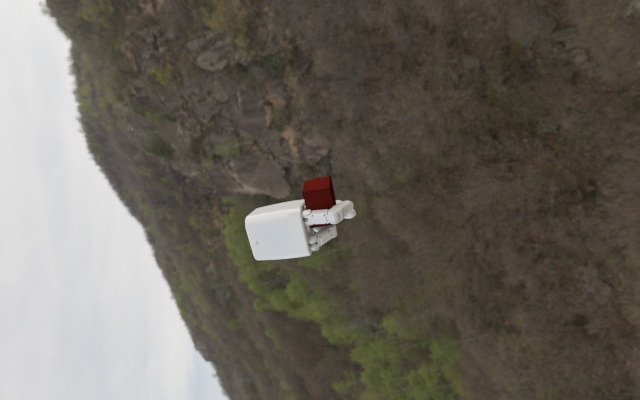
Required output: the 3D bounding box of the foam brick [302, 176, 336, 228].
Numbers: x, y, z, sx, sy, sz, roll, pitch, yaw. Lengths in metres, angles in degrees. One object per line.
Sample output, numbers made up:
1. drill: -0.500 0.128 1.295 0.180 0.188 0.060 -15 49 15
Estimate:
1. foam brick: 0.000 0.003 0.878 0.051 0.078 0.053 -8 26 8
